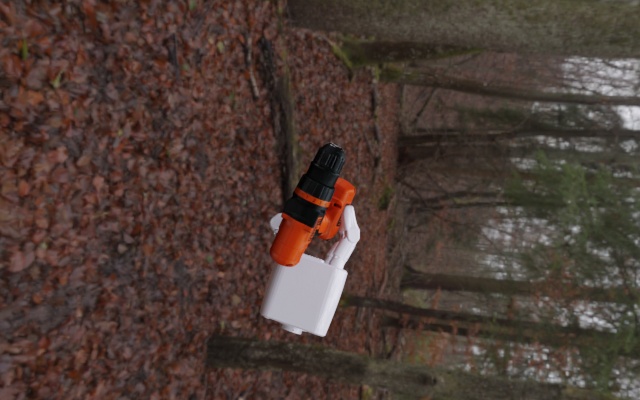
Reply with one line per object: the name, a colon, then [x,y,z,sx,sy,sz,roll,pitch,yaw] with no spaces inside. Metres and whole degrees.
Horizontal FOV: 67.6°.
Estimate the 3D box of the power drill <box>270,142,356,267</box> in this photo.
power drill: [0.000,0.003,0.723,0.057,0.184,0.187,30,10,13]
